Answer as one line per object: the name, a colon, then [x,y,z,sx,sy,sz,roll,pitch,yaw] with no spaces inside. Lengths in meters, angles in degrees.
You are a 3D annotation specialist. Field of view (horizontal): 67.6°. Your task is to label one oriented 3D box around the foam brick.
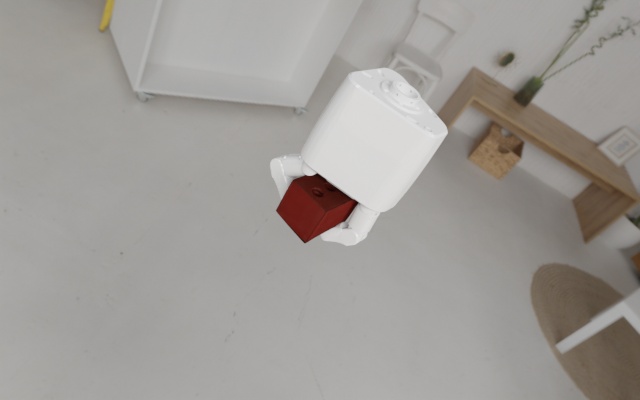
foam brick: [0.000,0.002,0.532,0.078,0.053,0.051,-25,-25,-48]
